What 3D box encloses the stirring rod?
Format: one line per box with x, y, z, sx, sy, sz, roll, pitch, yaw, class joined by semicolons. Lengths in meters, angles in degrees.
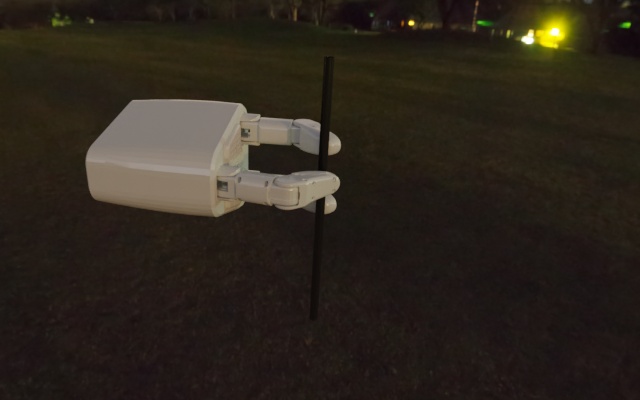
0.000;0.001;0.410;0.011;0.240;0.011;3;23;-1;stirring rod
